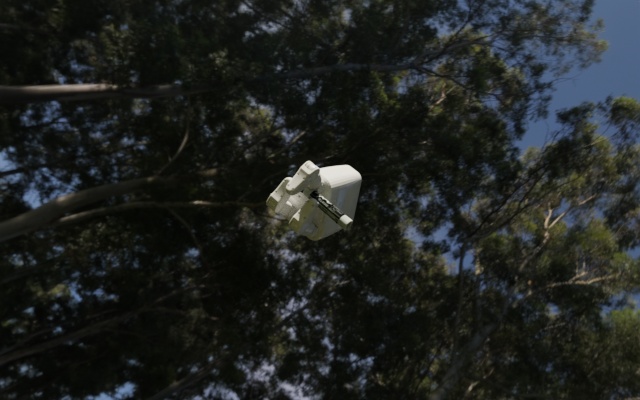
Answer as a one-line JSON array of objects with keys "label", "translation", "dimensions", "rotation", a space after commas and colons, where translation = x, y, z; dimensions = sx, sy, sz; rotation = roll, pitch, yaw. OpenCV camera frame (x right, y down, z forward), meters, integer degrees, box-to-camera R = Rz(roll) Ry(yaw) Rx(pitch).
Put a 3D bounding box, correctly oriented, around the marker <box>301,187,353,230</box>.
[{"label": "marker", "translation": [0.000, 0.002, 0.744], "dimensions": [0.121, 0.020, 0.020], "rotation": [40, 17, 22]}]
